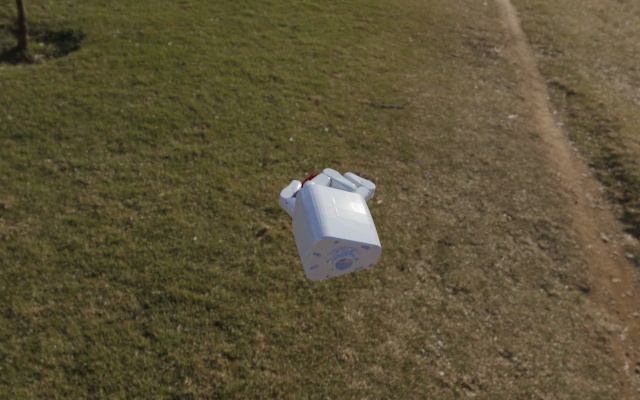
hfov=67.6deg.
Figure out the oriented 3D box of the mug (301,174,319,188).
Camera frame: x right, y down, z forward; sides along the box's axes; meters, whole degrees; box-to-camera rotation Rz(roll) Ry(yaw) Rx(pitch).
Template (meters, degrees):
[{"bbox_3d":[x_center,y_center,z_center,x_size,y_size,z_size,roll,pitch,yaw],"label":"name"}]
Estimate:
[{"bbox_3d":[0.000,0.001,0.801,0.093,0.082,0.117,-2,43,-16],"label":"mug"}]
